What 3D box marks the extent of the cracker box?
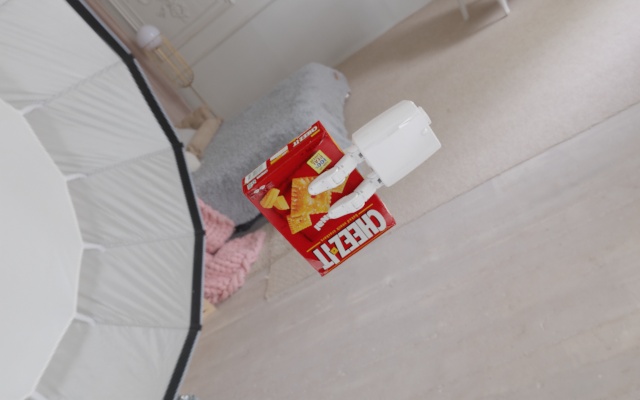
[{"bbox_3d":[0.000,0.002,0.795,0.164,0.214,0.072,-36,26,8],"label":"cracker box"}]
